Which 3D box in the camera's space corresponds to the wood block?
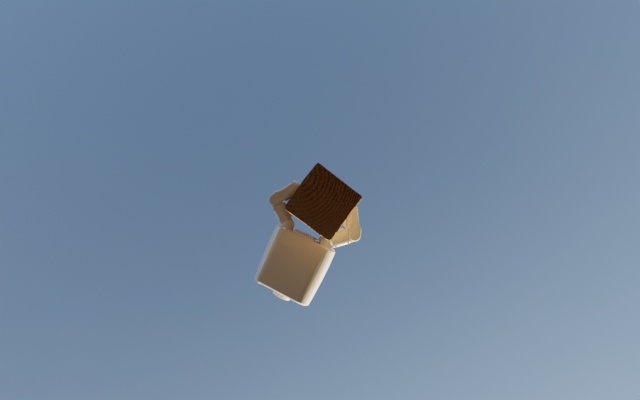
[{"bbox_3d":[0.000,0.003,0.835,0.091,0.090,0.206,37,-2,-2],"label":"wood block"}]
